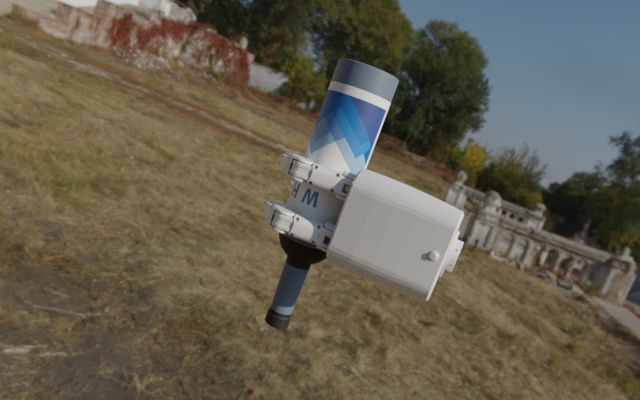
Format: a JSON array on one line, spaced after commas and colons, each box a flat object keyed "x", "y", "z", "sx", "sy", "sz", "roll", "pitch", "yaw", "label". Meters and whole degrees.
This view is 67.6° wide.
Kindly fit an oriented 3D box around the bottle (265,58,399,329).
[{"x": 0.000, "y": 0.001, "z": 0.516, "sx": 0.069, "sy": 0.296, "sz": 0.069, "roll": 20, "pitch": 8, "yaw": -3, "label": "bottle"}]
